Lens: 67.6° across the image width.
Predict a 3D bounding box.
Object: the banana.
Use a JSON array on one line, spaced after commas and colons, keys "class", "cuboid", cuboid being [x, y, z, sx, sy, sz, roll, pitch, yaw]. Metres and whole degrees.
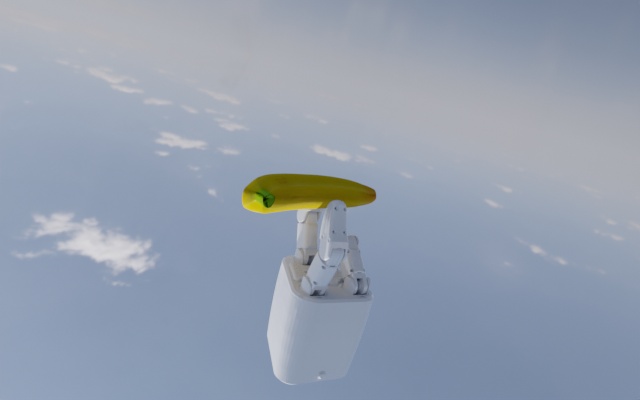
[{"class": "banana", "cuboid": [-0.016, -0.005, 0.492, 0.069, 0.037, 0.198, 24, 17, 31]}]
